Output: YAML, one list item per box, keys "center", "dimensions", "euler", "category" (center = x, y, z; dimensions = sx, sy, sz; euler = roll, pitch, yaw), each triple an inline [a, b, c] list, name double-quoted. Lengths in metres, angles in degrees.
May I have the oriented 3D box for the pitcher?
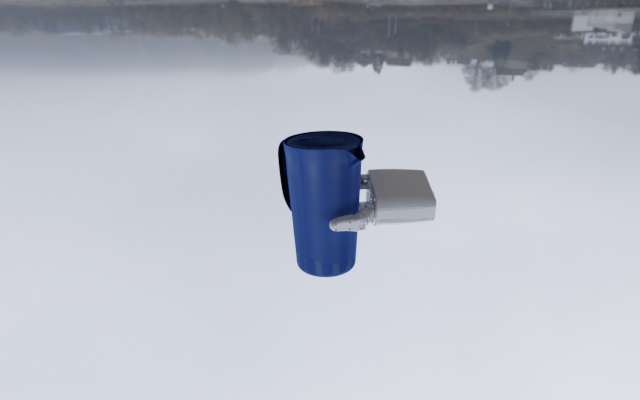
- center: [0.000, 0.003, 0.837]
  dimensions: [0.145, 0.243, 0.149]
  euler: [-2, 21, -3]
  category: "pitcher"
